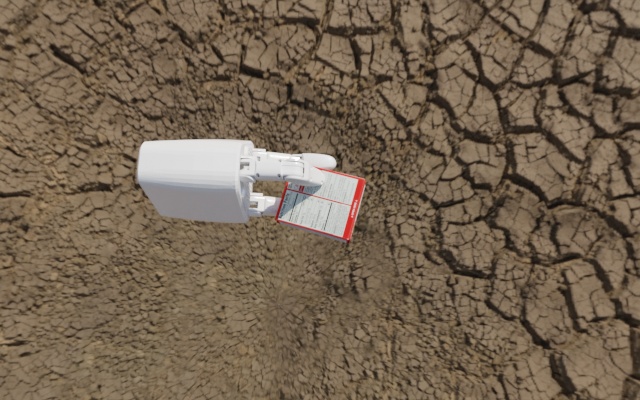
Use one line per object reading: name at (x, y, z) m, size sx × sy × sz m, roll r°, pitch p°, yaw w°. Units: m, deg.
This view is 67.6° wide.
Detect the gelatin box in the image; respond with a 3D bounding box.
gelatin box at (0.000, 0.002, 0.549) m, size 0.089 × 0.073 × 0.030 m, roll 15°, pitch -11°, yaw 7°
